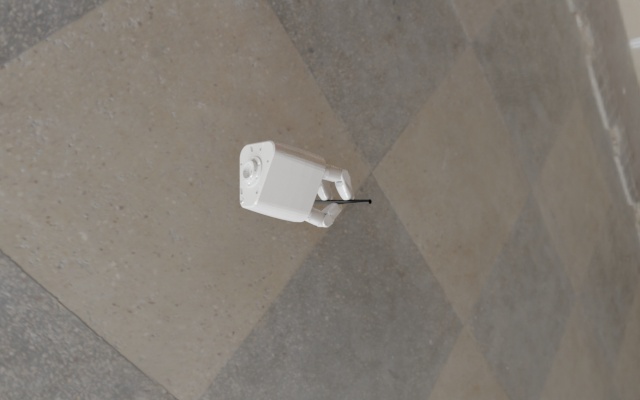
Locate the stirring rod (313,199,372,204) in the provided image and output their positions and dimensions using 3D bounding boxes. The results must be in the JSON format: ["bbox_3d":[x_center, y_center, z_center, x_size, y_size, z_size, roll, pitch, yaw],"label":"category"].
[{"bbox_3d":[0.000,0.003,0.874,0.011,0.011,0.239,0,-1,-43],"label":"stirring rod"}]
